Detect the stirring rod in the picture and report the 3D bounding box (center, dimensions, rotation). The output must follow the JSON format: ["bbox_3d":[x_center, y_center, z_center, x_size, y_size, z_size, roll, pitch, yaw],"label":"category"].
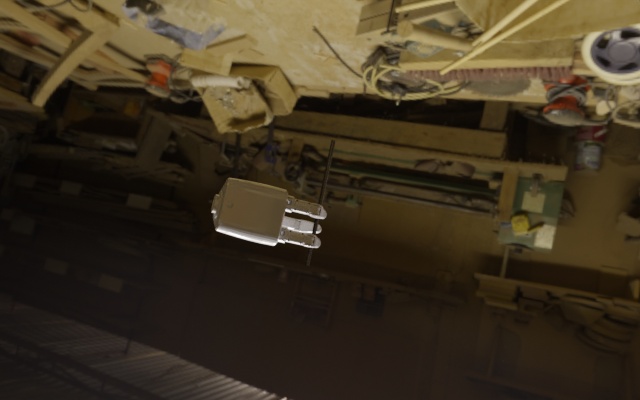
[{"bbox_3d":[0.000,0.003,0.892,0.011,0.239,0.011,12,-8,2],"label":"stirring rod"}]
